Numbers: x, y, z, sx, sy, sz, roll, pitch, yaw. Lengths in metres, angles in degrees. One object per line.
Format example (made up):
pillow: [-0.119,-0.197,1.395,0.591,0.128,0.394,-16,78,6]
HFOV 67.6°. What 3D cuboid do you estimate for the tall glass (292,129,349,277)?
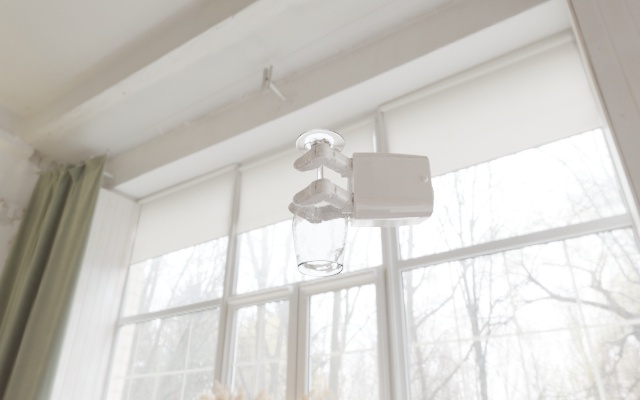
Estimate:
tall glass: [0.000,0.002,0.671,0.079,0.201,0.079,0,-28,0]
